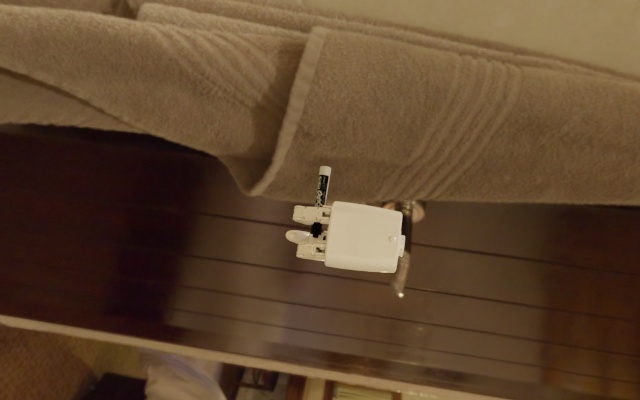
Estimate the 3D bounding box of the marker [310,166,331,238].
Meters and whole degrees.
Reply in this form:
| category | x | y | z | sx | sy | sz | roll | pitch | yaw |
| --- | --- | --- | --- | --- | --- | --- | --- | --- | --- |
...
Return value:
| category | x | y | z | sx | sy | sz | roll | pitch | yaw |
| --- | --- | --- | --- | --- | --- | --- | --- | --- | --- |
| marker | 0.000 | 0.003 | 0.797 | 0.020 | 0.121 | 0.020 | 8 | -12 | 2 |
